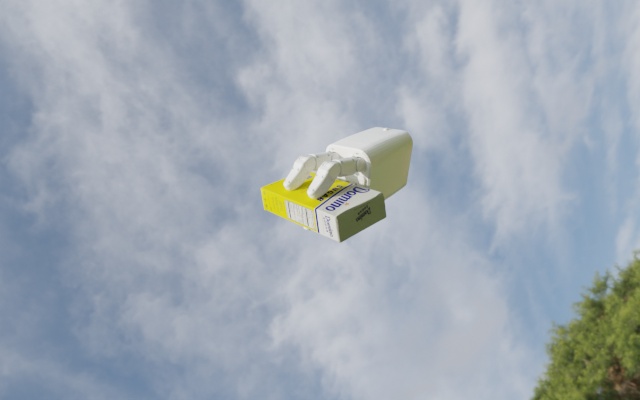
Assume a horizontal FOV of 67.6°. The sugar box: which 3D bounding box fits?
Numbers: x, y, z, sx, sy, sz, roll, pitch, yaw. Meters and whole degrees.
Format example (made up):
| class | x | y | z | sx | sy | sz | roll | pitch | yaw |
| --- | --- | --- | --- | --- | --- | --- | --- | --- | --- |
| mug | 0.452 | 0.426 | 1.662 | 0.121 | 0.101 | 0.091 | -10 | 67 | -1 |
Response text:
| class | x | y | z | sx | sy | sz | roll | pitch | yaw |
| --- | --- | --- | --- | --- | --- | --- | --- | --- | --- |
| sugar box | 0.000 | 0.002 | 0.696 | 0.093 | 0.048 | 0.176 | -26 | 26 | -34 |
